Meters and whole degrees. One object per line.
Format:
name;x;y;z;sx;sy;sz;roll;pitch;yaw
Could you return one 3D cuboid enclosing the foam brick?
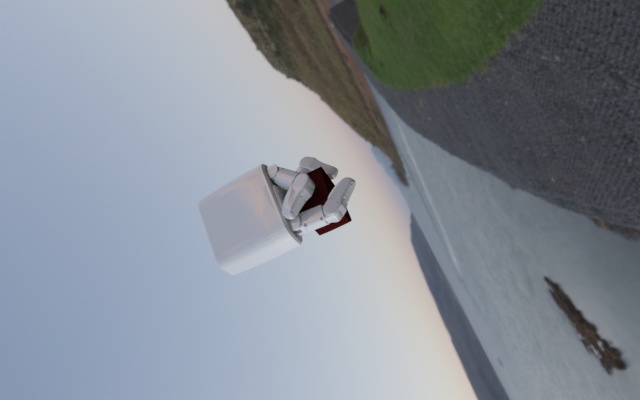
foam brick;0.000;0.002;0.653;0.051;0.053;0.078;-27;-38;9
